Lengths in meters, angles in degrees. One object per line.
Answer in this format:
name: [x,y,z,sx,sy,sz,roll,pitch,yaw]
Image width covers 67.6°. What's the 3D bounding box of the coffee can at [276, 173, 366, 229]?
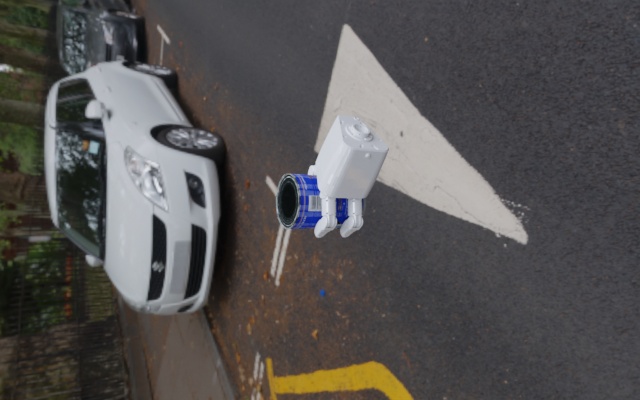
coffee can: [0.000,0.003,0.899,0.140,0.103,0.103,1,-1,-28]
